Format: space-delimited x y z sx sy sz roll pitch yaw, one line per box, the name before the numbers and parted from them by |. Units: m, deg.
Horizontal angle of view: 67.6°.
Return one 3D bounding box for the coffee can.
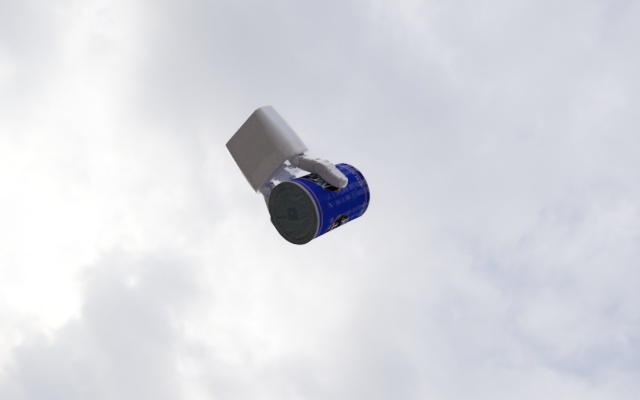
coffee can | 0.000 0.003 0.782 0.103 0.103 0.140 0 15 42
